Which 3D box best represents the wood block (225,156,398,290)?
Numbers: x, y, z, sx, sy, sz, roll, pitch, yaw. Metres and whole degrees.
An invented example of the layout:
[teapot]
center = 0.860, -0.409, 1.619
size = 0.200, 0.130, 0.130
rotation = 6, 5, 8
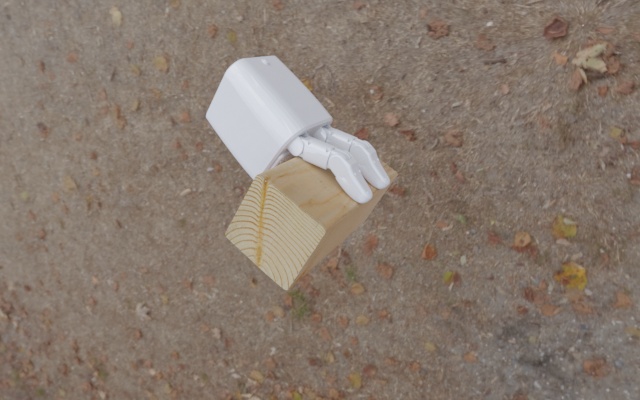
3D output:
[wood block]
center = 0.000, 0.002, 0.551
size = 0.090, 0.091, 0.206
rotation = 40, 32, 11
